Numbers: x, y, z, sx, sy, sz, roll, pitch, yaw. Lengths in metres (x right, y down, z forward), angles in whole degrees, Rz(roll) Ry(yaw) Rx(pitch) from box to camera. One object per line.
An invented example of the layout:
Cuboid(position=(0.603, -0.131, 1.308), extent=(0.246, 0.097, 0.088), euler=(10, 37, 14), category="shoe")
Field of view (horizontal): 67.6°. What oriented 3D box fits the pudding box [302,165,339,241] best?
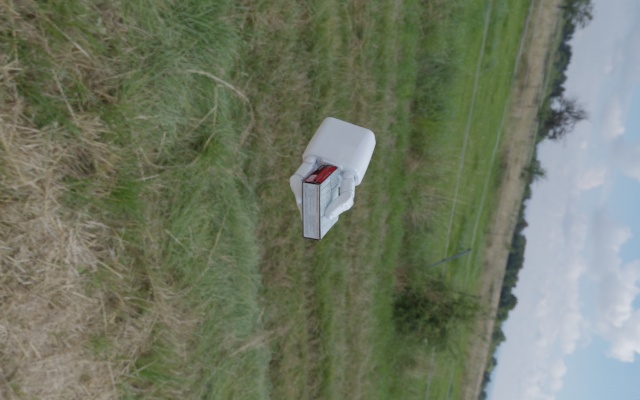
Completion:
Cuboid(position=(0.000, 0.003, 0.854), extent=(0.039, 0.113, 0.090), euler=(9, 26, 22), category="pudding box")
